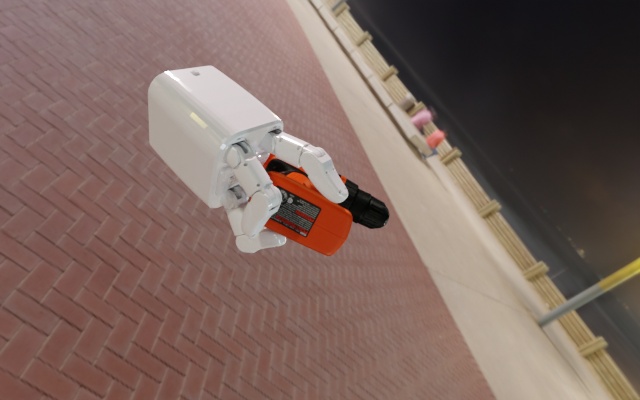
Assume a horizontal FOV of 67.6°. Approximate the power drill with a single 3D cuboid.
[{"bbox_3d":[0.000,0.002,0.560,0.184,0.057,0.187,25,13,-1],"label":"power drill"}]
